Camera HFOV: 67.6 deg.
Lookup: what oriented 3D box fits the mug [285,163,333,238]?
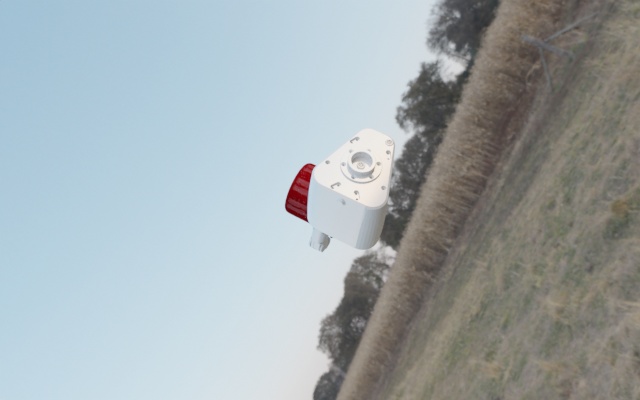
[{"bbox_3d":[0.000,0.003,0.710,0.081,0.093,0.117,25,-28,11],"label":"mug"}]
